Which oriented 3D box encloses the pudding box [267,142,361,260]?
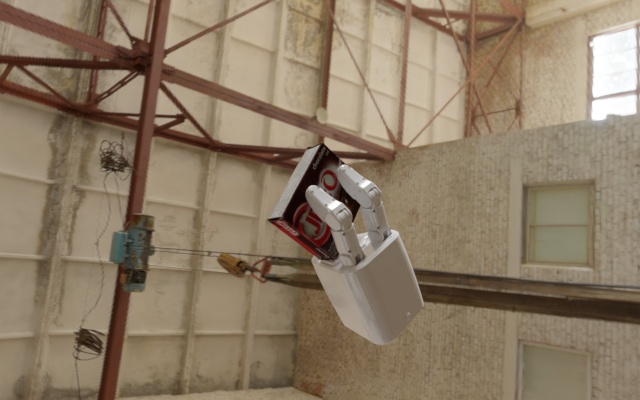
[{"bbox_3d":[0.000,0.002,0.575,0.090,0.113,0.039,40,-30,-28],"label":"pudding box"}]
